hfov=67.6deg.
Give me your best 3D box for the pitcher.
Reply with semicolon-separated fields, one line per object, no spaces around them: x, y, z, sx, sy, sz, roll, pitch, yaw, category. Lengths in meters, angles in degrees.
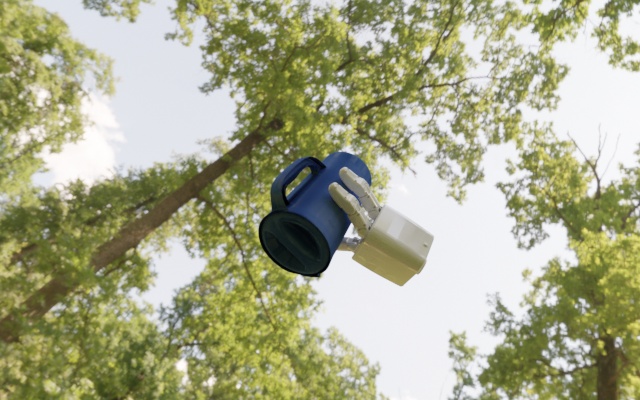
0.000;0.003;0.851;0.145;0.149;0.242;31;42;6;pitcher
